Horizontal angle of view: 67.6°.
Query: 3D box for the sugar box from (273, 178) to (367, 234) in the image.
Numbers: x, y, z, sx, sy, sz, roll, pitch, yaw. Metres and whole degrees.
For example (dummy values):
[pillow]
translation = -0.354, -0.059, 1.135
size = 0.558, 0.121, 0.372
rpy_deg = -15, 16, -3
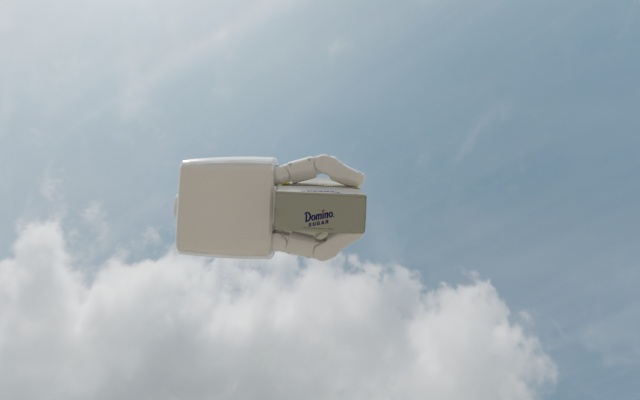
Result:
[sugar box]
translation = 0.000, 0.002, 0.552
size = 0.093, 0.048, 0.176
rpy_deg = 3, 9, 1
